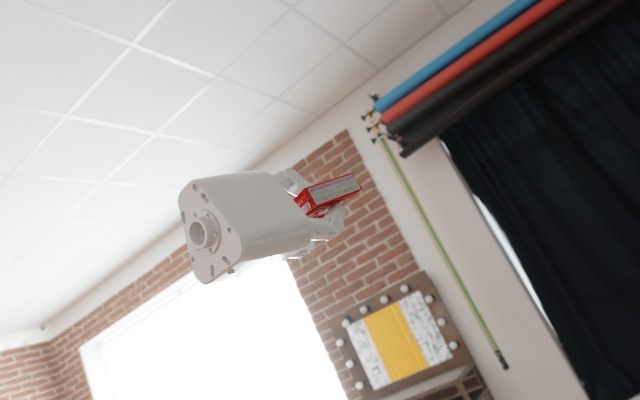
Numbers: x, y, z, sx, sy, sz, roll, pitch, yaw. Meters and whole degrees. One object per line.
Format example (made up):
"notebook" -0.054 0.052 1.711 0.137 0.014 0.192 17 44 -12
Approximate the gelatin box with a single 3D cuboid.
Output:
"gelatin box" 0.000 0.002 0.627 0.089 0.030 0.073 -21 -14 -41
